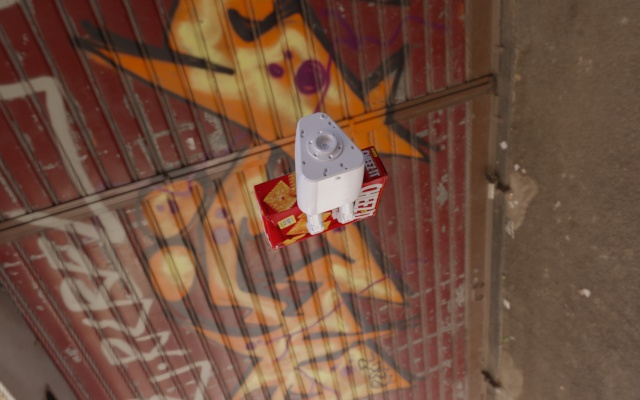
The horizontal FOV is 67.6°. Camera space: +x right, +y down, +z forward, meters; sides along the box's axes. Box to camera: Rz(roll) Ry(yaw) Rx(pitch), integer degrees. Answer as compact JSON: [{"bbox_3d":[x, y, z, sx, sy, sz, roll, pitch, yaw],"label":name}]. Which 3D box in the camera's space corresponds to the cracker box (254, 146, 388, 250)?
[{"bbox_3d":[0.000,0.003,0.839,0.213,0.072,0.164,-18,-23,-10],"label":"cracker box"}]
